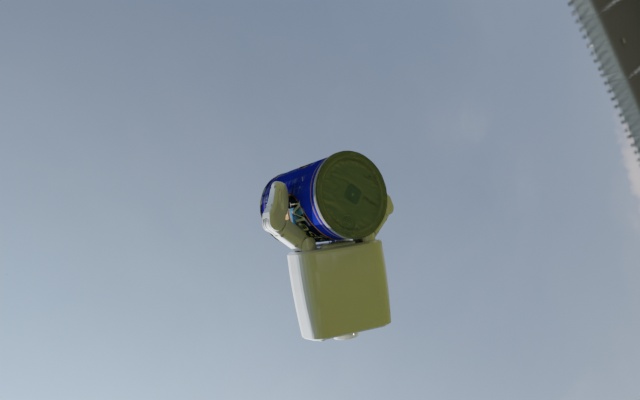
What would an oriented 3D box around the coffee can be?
[{"bbox_3d":[0.000,0.002,0.603,0.103,0.103,0.140,0,-8,-33],"label":"coffee can"}]
